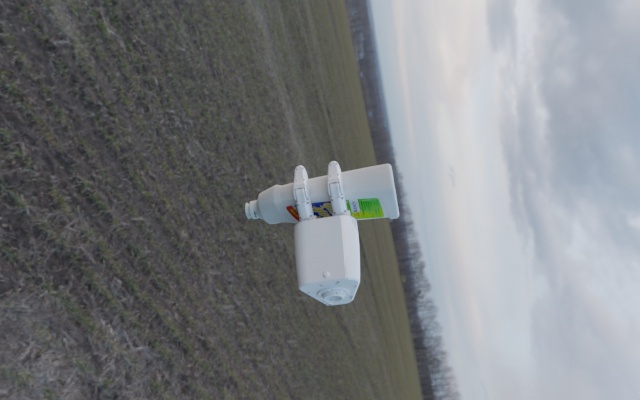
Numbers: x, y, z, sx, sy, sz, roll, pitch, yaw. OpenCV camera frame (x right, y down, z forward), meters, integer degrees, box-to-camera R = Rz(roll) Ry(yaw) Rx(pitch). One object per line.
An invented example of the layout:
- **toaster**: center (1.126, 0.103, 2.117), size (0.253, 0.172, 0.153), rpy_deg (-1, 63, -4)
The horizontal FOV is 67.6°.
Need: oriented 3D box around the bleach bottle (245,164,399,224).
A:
- **bleach bottle**: center (0.000, 0.003, 0.801), size (0.251, 0.068, 0.103), rpy_deg (-9, -33, 9)
